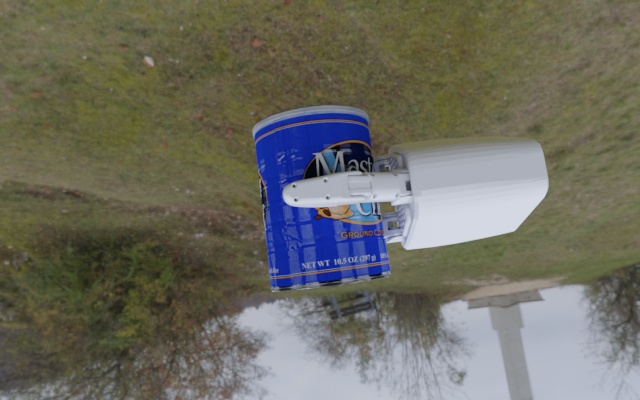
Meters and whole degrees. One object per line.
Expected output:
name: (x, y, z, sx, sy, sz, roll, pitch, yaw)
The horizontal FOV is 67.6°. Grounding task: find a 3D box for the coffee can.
coffee can: (0.000, 0.001, 0.413, 0.103, 0.140, 0.103, -7, -7, -1)
